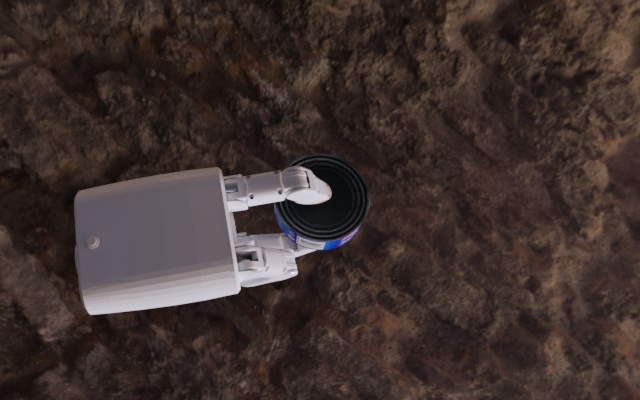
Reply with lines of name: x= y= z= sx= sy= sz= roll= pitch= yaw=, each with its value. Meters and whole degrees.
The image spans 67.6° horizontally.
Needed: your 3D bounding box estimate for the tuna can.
tuna can: x=0.000 y=0.002 z=0.439 sx=0.086 sy=0.086 sz=0.034 roll=0 pitch=-22 yaw=-6
